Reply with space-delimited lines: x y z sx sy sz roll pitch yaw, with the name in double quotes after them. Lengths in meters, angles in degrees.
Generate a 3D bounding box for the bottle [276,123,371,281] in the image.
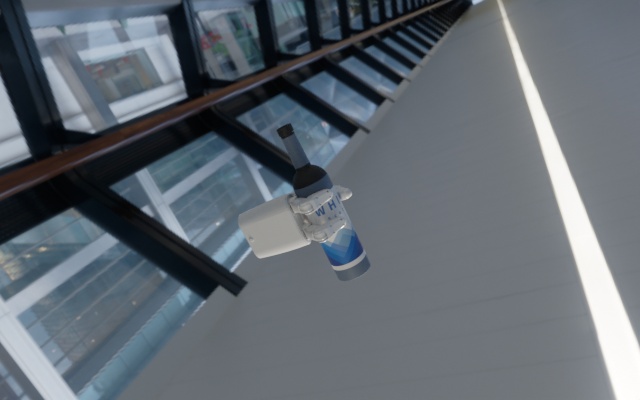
0.000 0.003 0.843 0.069 0.296 0.069 -24 16 7 "bottle"
